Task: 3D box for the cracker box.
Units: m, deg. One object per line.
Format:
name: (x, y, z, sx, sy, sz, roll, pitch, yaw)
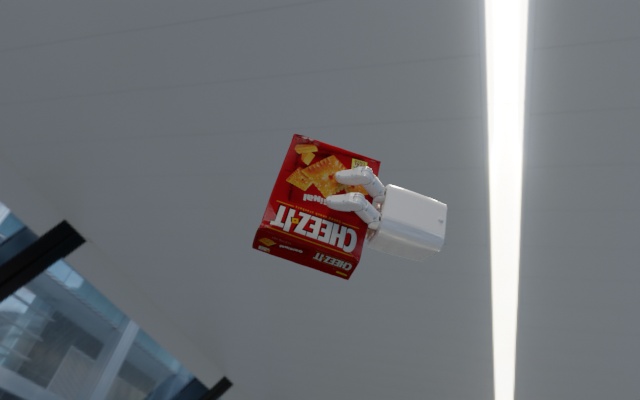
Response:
cracker box: (0.000, 0.003, 0.793, 0.164, 0.213, 0.072, 19, -37, -3)
